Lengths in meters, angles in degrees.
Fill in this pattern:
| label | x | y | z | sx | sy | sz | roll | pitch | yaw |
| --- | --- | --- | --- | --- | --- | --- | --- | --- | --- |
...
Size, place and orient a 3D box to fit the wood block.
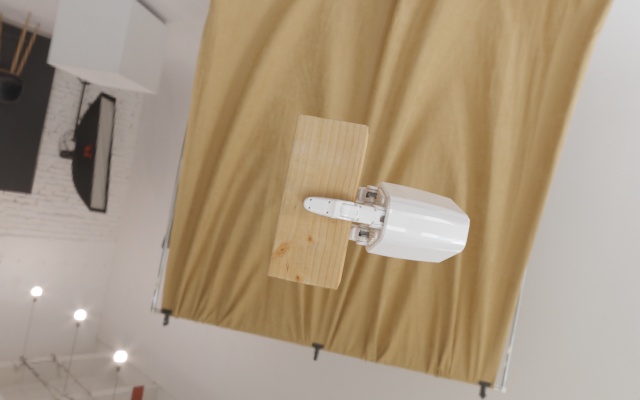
| label | x | y | z | sx | sy | sz | roll | pitch | yaw |
| --- | --- | --- | --- | --- | --- | --- | --- | --- | --- |
| wood block | 0.000 | 0.002 | 0.628 | 0.090 | 0.206 | 0.091 | 11 | -1 | 6 |
